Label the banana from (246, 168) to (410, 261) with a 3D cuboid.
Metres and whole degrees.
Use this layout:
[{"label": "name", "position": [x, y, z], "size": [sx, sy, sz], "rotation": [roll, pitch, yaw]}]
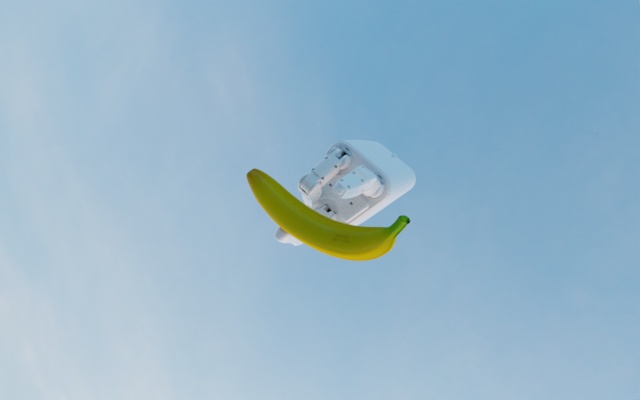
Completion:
[{"label": "banana", "position": [0.000, 0.020, 0.506], "size": [0.198, 0.070, 0.037], "rotation": [17, 17, 27]}]
